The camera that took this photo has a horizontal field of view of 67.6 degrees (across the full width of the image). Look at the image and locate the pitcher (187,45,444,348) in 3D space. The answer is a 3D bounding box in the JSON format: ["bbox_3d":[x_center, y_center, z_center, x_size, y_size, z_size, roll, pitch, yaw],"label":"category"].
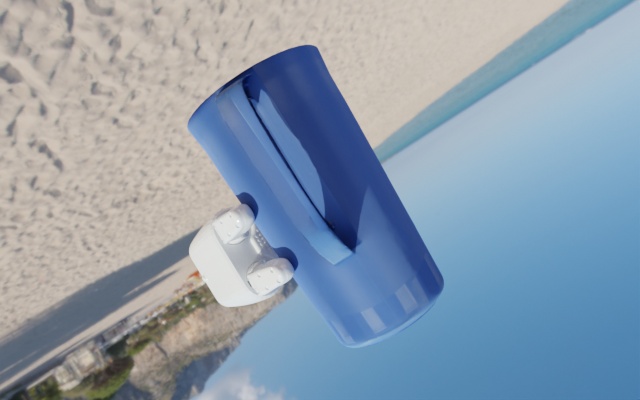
[{"bbox_3d":[0.000,0.001,0.411,0.149,0.243,0.145,-33,0,-37],"label":"pitcher"}]
